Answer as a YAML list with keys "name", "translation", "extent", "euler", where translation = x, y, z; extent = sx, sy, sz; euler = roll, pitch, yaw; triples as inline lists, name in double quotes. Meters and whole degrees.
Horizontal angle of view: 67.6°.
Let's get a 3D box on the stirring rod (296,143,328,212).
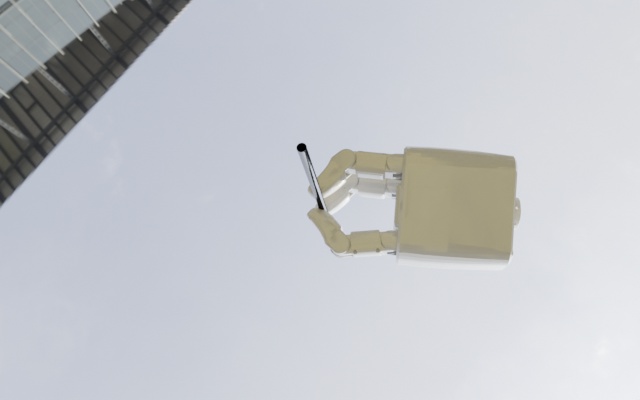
- name: "stirring rod"
  translation: [0.000, 0.002, 0.477]
  extent: [0.011, 0.011, 0.240]
  euler: [0, -20, 7]
